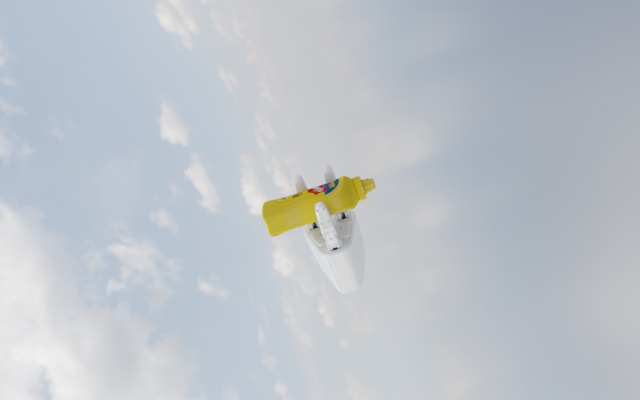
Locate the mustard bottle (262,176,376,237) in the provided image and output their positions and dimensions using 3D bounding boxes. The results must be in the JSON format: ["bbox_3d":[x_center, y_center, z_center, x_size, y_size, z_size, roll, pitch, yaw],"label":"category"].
[{"bbox_3d":[0.000,0.002,0.804,0.191,0.058,0.096,-19,11,3],"label":"mustard bottle"}]
